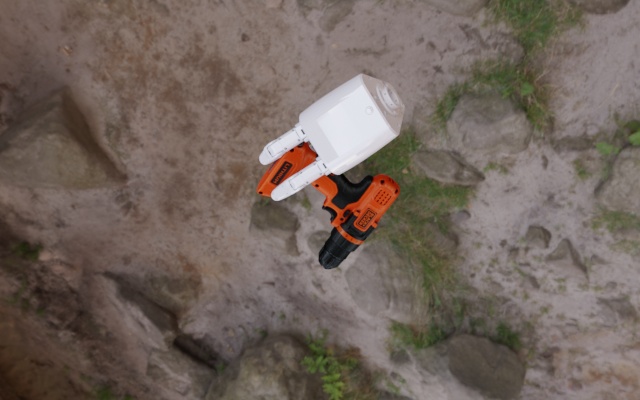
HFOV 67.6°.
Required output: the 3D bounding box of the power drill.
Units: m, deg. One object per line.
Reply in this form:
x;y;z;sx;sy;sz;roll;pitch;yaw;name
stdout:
0.000;0.002;0.735;0.188;0.184;0.057;32;20;-13;power drill
